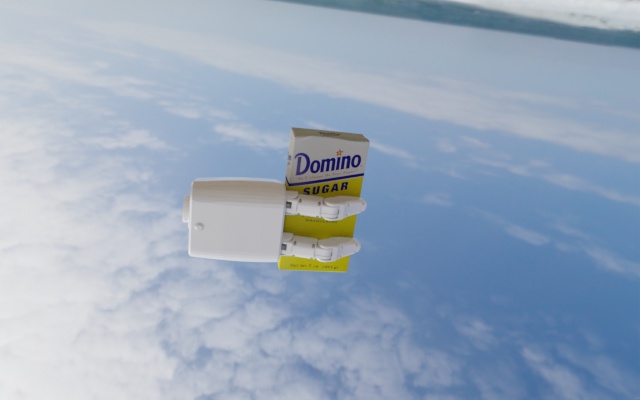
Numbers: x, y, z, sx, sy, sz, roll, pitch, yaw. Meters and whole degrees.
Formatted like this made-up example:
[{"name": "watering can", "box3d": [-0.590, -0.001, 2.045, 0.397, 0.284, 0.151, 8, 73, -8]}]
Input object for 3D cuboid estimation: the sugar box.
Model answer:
[{"name": "sugar box", "box3d": [0.000, 0.002, 0.597, 0.093, 0.176, 0.048, 3, 22, -12]}]
